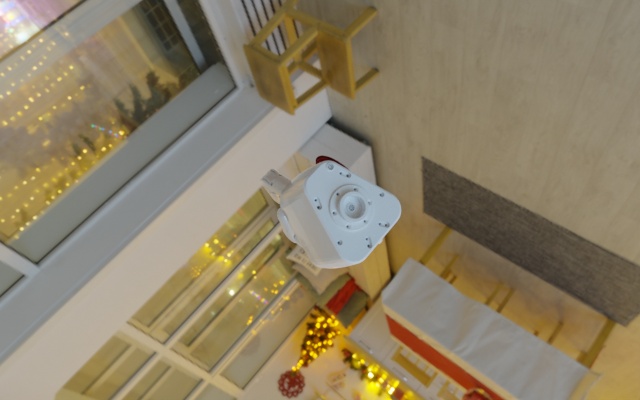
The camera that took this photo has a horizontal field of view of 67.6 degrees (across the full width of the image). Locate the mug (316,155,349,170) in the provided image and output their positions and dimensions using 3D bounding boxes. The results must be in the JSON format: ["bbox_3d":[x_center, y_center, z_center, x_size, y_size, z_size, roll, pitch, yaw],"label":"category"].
[{"bbox_3d":[0.000,0.002,0.658,0.093,0.081,0.117,45,-18,-6],"label":"mug"}]
